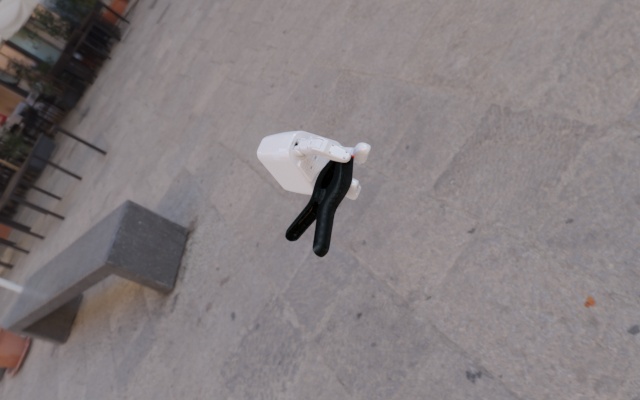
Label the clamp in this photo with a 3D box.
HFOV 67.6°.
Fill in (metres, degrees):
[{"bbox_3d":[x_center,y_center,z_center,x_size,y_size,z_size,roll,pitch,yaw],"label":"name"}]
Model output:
[{"bbox_3d":[0.000,0.002,0.752,0.039,0.171,0.120,31,-16,-34],"label":"clamp"}]
